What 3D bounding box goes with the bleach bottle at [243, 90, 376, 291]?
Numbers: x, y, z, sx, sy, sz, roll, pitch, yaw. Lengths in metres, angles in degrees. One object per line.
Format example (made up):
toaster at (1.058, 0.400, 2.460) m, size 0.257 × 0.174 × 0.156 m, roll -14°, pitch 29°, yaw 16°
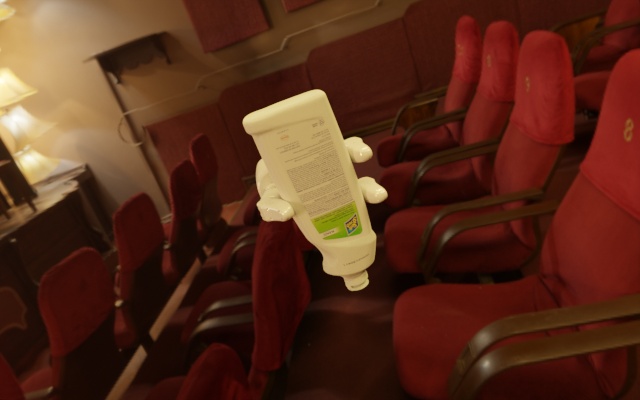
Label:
bleach bottle at (0.000, 0.002, 0.579) m, size 0.102 × 0.251 × 0.068 m, roll -21°, pitch 20°, yaw -2°
